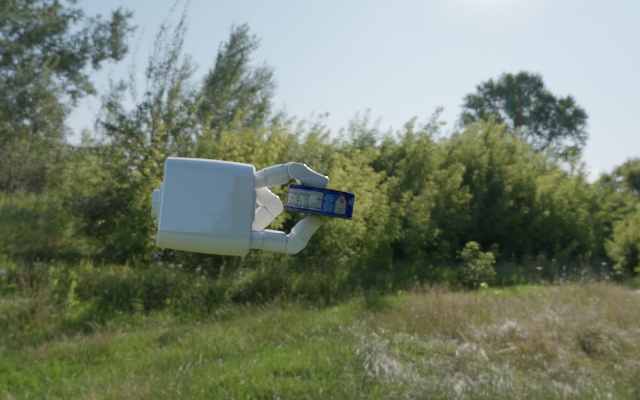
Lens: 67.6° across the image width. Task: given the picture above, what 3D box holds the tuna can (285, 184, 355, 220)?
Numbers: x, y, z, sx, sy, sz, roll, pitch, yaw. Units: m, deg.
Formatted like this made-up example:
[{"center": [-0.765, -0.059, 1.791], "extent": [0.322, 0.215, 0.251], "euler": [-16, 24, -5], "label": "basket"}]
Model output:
[{"center": [0.000, 0.001, 0.601], "extent": [0.086, 0.034, 0.086], "euler": [9, -1, 0], "label": "tuna can"}]
